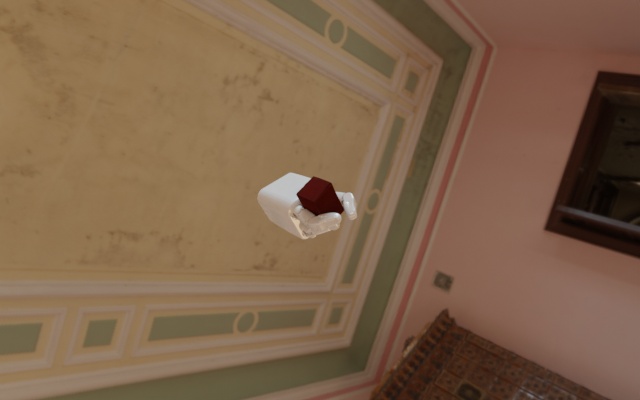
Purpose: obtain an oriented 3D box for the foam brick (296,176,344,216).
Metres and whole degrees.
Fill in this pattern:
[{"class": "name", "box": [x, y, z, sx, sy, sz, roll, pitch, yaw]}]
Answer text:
[{"class": "foam brick", "box": [0.000, 0.003, 0.895, 0.051, 0.053, 0.078, 25, -27, 41]}]
